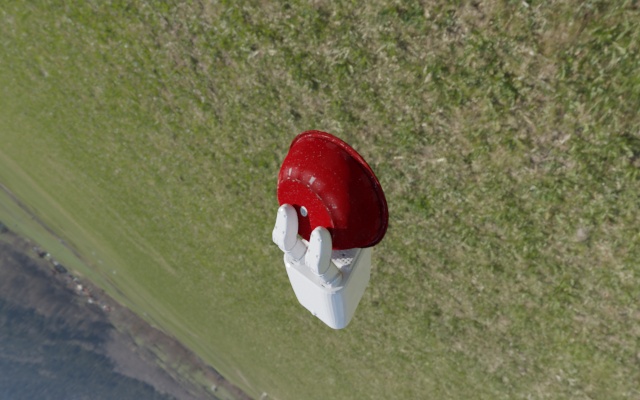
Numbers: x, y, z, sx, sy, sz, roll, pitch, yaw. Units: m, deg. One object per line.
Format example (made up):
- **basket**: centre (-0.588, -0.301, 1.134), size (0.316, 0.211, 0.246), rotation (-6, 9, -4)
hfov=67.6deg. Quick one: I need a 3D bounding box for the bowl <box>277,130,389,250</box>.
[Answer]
- **bowl**: centre (0.000, 0.001, 0.561), size (0.055, 0.162, 0.162), rotation (-36, 21, -33)
